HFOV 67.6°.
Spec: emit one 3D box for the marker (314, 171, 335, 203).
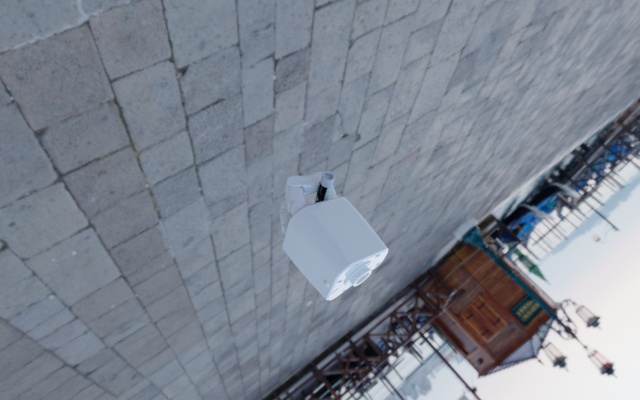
[{"bbox_3d":[0.000,0.002,0.709,0.020,0.020,0.121,0,-38,-14],"label":"marker"}]
